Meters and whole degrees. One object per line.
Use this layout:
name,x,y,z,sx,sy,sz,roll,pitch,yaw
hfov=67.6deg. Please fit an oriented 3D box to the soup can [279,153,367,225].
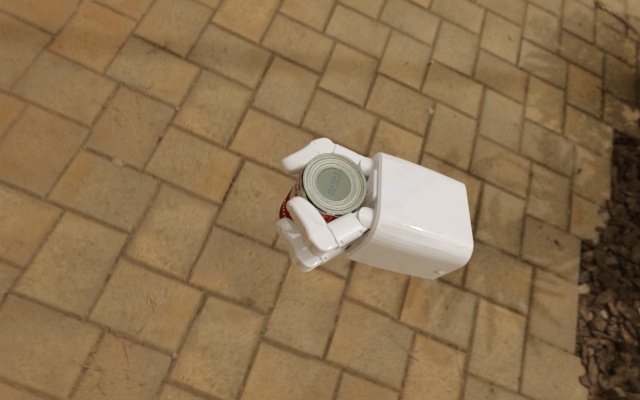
soup can,0.000,0.001,0.501,0.068,0.068,0.102,0,-21,-18
